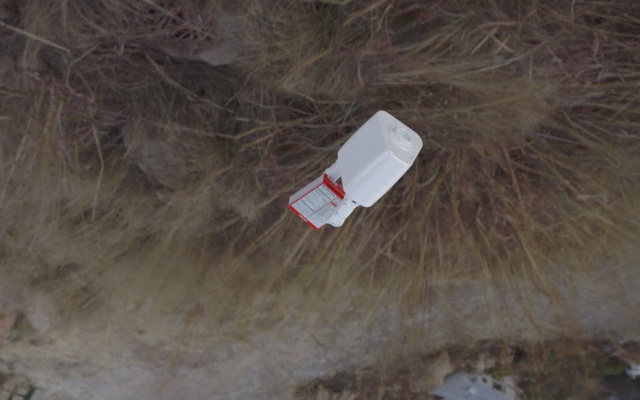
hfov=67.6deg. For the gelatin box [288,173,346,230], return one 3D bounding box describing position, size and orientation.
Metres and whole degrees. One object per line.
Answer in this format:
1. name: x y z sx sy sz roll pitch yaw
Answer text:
1. gelatin box: 0.000 0.003 0.828 0.089 0.030 0.073 -34 -60 28
